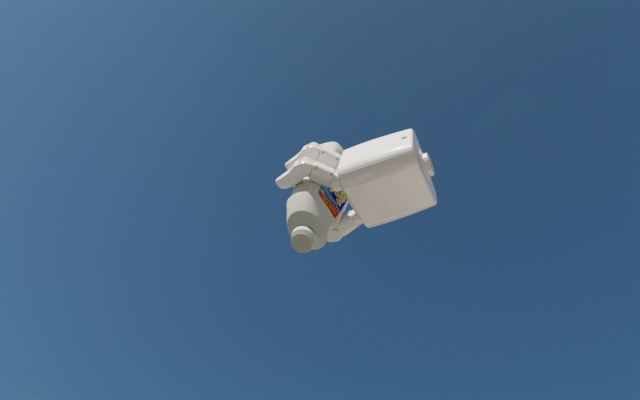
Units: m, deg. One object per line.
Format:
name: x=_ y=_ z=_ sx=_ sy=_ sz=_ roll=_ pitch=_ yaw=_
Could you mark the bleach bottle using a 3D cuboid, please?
bleach bottle: x=0.000 y=0.002 z=0.703 sx=0.068 sy=0.103 sz=0.250 roll=-17 pitch=23 yaw=18
